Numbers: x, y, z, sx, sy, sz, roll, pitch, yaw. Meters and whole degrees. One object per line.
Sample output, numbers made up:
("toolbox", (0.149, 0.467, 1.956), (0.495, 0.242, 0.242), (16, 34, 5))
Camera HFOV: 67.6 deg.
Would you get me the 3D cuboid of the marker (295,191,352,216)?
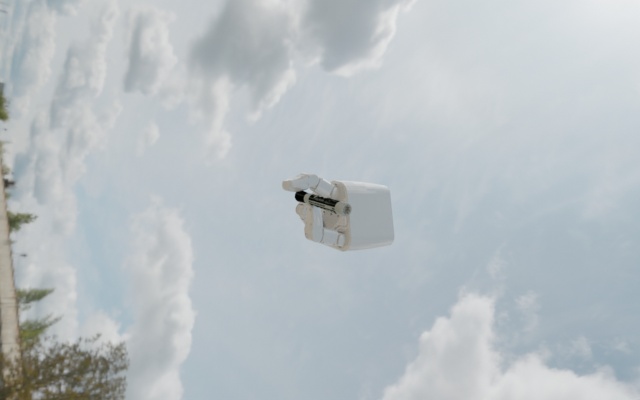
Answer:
("marker", (0.000, 0.002, 0.691), (0.020, 0.020, 0.121), (0, 10, -37))
